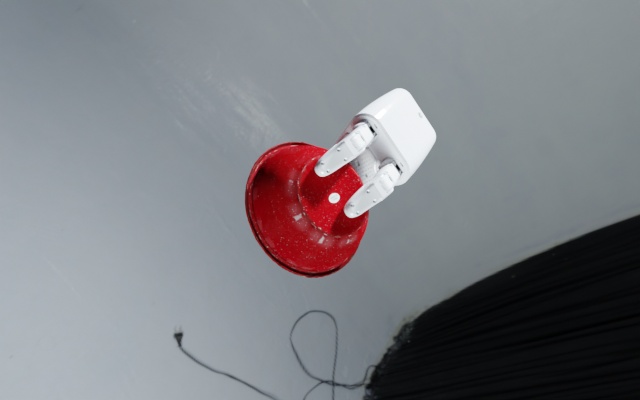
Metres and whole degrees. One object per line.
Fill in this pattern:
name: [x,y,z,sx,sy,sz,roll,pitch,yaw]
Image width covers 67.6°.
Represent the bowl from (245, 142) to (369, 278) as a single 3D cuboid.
bowl: [0.000,0.003,0.531,0.162,0.162,0.055,0,-15,-35]
